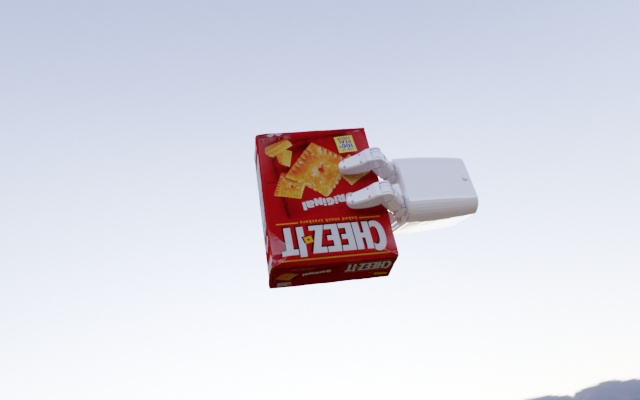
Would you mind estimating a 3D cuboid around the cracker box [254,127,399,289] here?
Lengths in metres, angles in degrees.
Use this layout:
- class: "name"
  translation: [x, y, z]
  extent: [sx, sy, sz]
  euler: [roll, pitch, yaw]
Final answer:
- class: "cracker box"
  translation: [0.000, 0.002, 0.656]
  extent: [0.164, 0.213, 0.072]
  euler: [-5, -32, -10]
